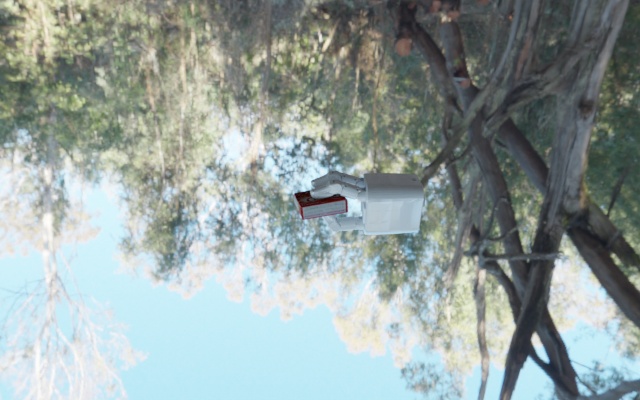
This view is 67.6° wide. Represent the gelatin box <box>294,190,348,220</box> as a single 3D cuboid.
[{"bbox_3d":[0.000,0.003,0.897,0.089,0.030,0.073,-10,24,-10],"label":"gelatin box"}]
